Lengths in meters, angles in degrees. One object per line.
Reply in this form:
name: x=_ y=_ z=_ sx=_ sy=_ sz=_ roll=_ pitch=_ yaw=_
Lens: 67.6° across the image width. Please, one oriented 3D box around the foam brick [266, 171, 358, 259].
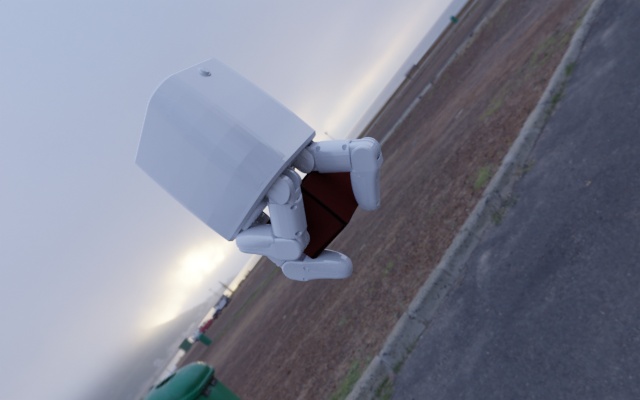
foam brick: x=0.000 y=0.001 z=0.415 sx=0.051 sy=0.053 sz=0.078 roll=39 pitch=33 yaw=-3
